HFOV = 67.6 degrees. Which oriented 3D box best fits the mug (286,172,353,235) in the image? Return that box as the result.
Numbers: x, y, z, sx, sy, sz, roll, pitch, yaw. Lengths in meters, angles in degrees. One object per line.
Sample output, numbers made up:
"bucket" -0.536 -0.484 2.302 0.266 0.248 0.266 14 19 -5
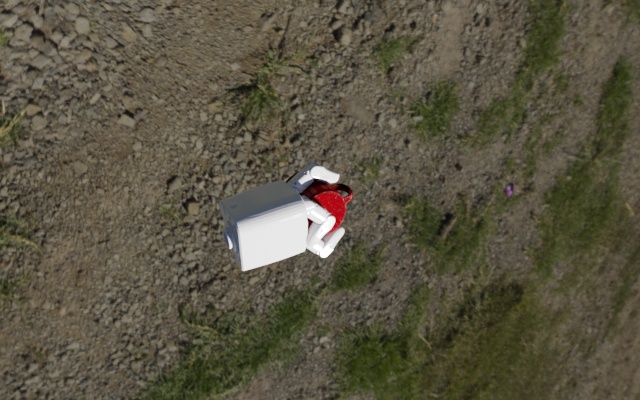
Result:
"mug" 0.002 0.002 0.795 0.117 0.093 0.081 -19 31 -20
